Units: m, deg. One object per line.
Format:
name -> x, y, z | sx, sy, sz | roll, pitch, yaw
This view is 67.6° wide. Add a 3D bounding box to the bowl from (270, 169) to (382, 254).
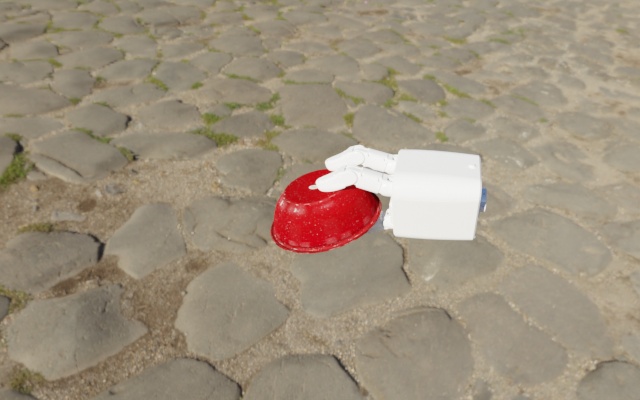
bowl -> -0.001, 0.002, 0.662 | 0.162, 0.055, 0.162 | -13, 30, 8
